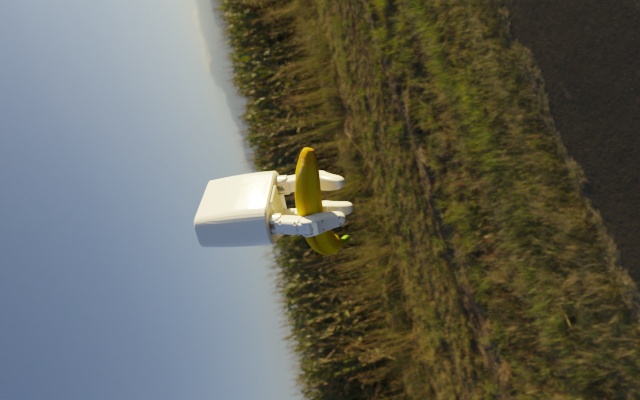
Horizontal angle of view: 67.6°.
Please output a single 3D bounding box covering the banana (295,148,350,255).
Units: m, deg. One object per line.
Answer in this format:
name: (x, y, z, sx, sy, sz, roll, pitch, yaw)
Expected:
banana: (-0.005, 0.018, 0.665, 0.037, 0.069, 0.198, 4, -40, 24)
